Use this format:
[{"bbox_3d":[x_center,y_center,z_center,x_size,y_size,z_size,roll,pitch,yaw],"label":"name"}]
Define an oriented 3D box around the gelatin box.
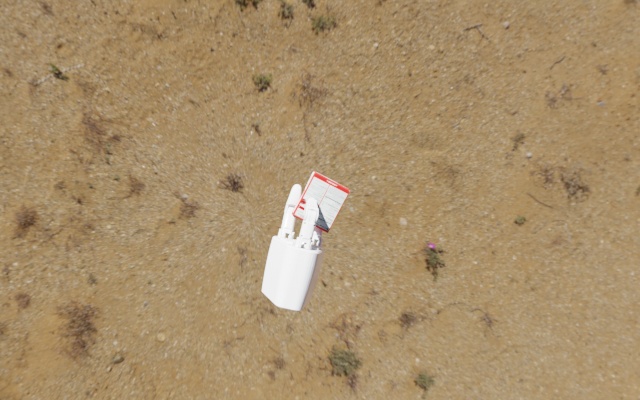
[{"bbox_3d":[0.000,0.003,0.860,0.073,0.089,0.030,27,4,-9],"label":"gelatin box"}]
